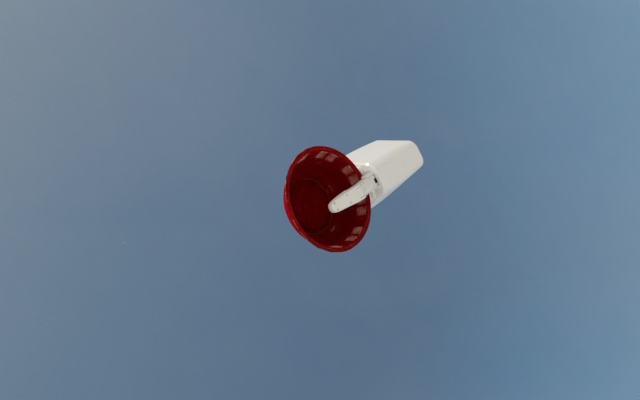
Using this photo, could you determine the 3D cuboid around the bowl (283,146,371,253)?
[{"bbox_3d":[-0.001,0.003,0.720,0.162,0.162,0.055,0,-13,-40],"label":"bowl"}]
